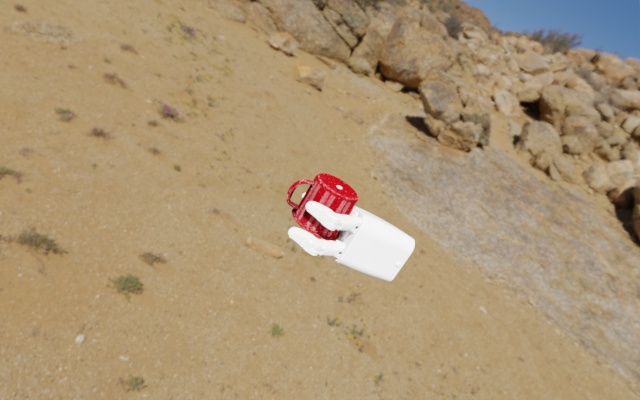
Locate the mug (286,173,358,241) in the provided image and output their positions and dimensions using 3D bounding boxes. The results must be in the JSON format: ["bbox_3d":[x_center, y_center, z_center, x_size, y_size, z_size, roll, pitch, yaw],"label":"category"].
[{"bbox_3d":[-0.001,0.002,0.800,0.117,0.081,0.093,25,21,-16],"label":"mug"}]
